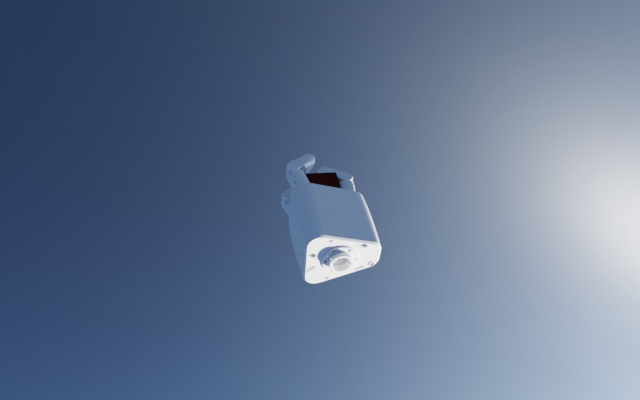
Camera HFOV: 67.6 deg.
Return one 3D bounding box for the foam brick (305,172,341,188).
[{"bbox_3d":[0.000,0.003,0.737,0.053,0.078,0.051,-3,41,-9],"label":"foam brick"}]
